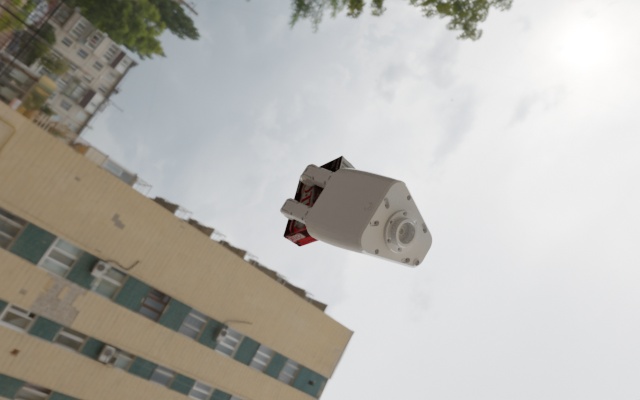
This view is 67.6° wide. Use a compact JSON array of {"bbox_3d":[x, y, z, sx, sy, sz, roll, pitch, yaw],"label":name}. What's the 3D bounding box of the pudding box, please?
[{"bbox_3d":[0.000,0.002,0.672,0.090,0.113,0.039,-21,-49,41],"label":"pudding box"}]
